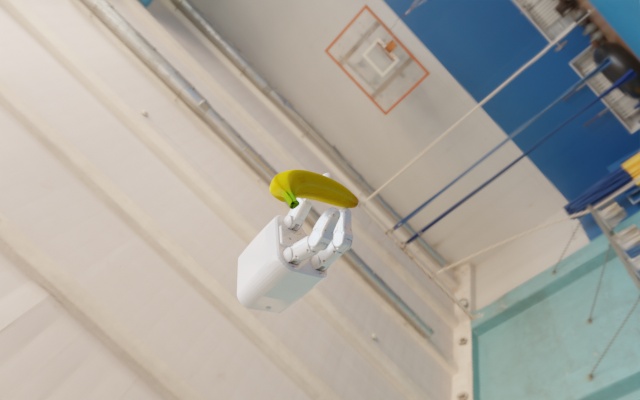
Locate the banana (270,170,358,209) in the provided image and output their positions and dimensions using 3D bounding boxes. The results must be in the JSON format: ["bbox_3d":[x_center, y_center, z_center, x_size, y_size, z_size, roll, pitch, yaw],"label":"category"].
[{"bbox_3d":[-0.013,-0.012,0.634,0.037,0.069,0.198,-47,-19,20],"label":"banana"}]
